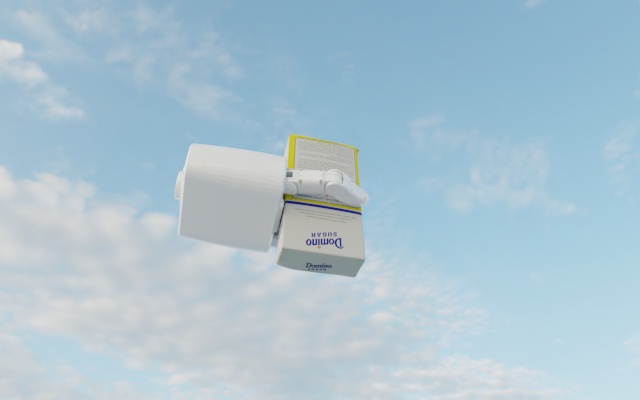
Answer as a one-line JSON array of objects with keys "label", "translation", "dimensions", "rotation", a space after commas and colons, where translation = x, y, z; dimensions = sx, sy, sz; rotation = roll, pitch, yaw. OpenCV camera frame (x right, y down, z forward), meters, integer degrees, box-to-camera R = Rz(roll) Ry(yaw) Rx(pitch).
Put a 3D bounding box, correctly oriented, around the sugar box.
[{"label": "sugar box", "translation": [0.000, 0.002, 0.567], "dimensions": [0.093, 0.176, 0.048], "rotation": [10, -39, -10]}]
